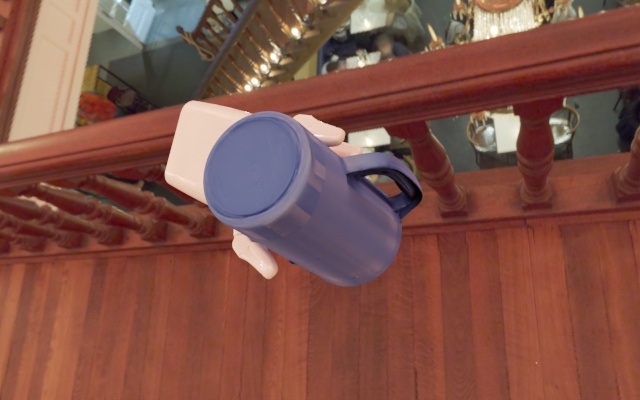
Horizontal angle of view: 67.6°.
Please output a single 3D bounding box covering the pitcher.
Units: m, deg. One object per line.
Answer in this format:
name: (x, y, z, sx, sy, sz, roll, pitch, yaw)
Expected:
pitcher: (0.000, 0.002, 0.499, 0.145, 0.149, 0.243, 21, -8, 29)
